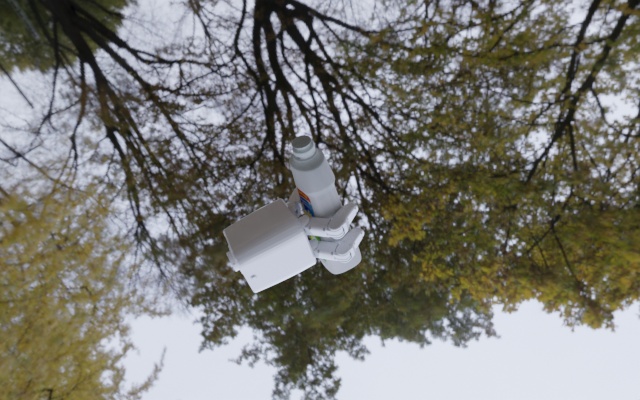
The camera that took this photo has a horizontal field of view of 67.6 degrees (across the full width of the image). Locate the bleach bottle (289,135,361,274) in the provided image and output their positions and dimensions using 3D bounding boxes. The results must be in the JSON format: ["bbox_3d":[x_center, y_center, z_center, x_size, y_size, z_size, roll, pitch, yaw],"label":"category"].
[{"bbox_3d":[0.000,0.002,0.737,0.068,0.251,0.102,-27,43,-8],"label":"bleach bottle"}]
